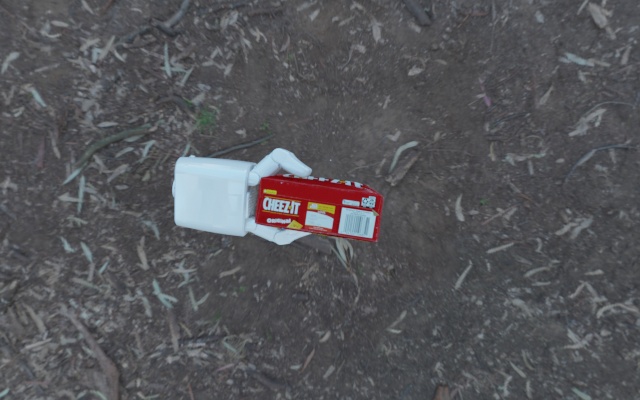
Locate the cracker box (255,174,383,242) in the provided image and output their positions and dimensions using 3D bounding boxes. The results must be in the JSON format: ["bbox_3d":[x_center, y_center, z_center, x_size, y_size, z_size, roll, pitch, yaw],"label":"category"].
[{"bbox_3d":[0.000,0.003,0.717,0.164,0.072,0.213,8,5,0],"label":"cracker box"}]
